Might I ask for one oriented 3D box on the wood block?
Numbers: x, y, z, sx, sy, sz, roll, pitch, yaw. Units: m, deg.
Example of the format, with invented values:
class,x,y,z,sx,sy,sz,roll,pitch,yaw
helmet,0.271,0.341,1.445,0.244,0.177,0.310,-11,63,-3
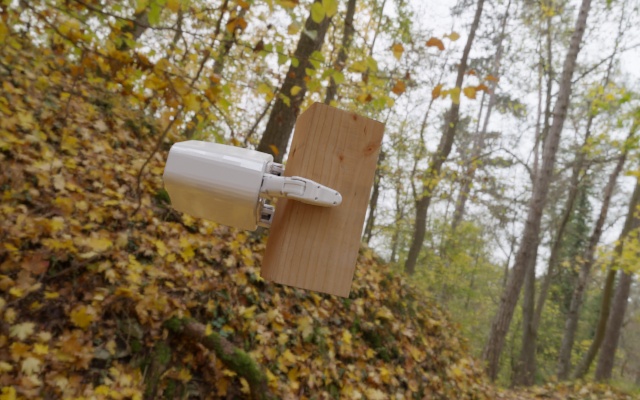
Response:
class,x,y,z,sx,sy,sz,roll,pitch,yaw
wood block,0.000,0.002,0.570,0.090,0.206,0.091,15,-8,-16
